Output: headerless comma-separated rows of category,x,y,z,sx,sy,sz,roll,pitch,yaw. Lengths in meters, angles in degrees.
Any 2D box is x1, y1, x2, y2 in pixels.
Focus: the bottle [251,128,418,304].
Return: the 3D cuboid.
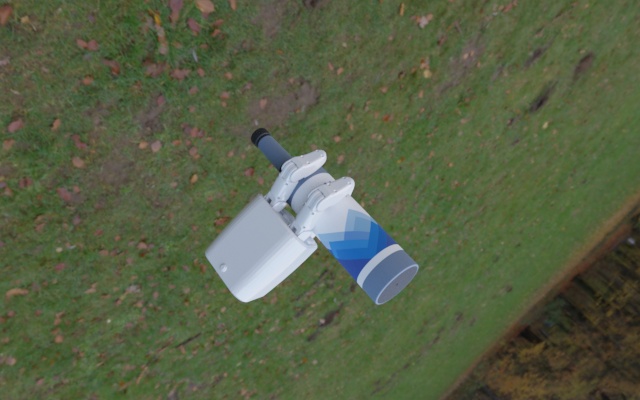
bottle,0.000,0.002,0.619,0.295,0.069,0.069,47,26,27
